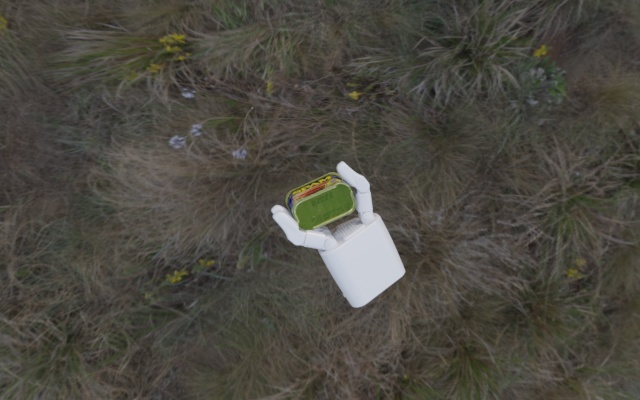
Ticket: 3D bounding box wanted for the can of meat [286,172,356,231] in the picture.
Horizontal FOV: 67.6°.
[{"bbox_3d":[0.000,0.002,0.750,0.102,0.057,0.084,-24,14,-3],"label":"can of meat"}]
